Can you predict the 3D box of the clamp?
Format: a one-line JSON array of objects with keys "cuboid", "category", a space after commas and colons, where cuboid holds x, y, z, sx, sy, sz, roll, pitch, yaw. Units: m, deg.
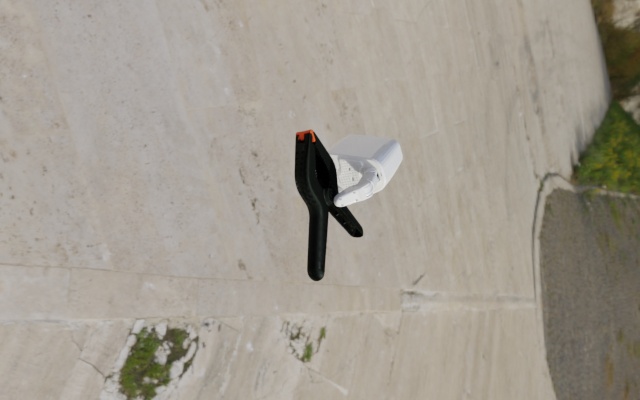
[{"cuboid": [0.001, 0.002, 0.705, 0.036, 0.210, 0.164, -7, 23, 30], "category": "clamp"}]
